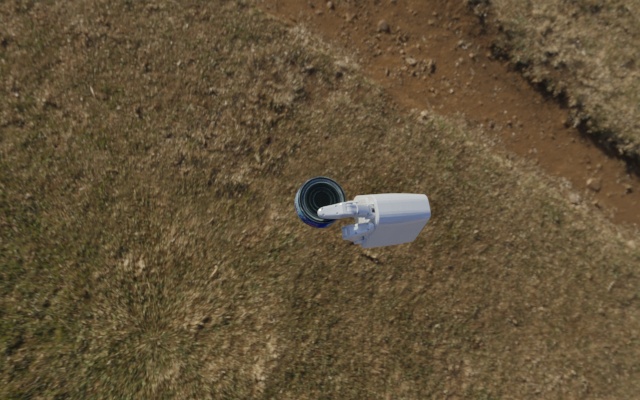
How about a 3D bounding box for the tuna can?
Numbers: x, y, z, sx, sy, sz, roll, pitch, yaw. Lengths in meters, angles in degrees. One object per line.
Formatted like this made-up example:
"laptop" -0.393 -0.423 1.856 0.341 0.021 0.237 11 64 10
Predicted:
"tuna can" 0.000 0.003 0.821 0.086 0.086 0.034 0 -15 -13
